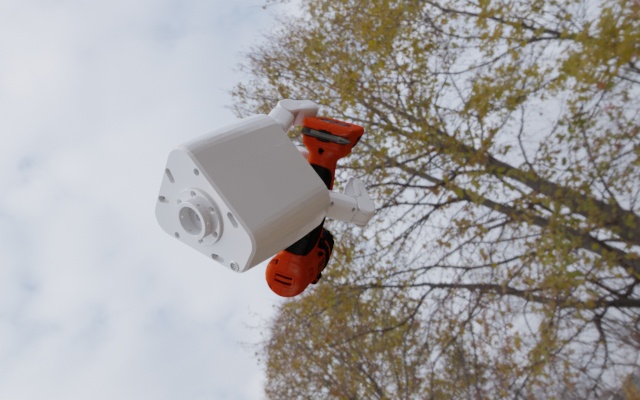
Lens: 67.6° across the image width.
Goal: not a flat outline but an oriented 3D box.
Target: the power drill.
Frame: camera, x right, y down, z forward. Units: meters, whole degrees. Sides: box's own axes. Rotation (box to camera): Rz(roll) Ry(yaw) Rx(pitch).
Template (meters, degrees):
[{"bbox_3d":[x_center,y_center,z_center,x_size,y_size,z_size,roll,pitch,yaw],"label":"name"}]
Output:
[{"bbox_3d":[0.000,0.001,0.545,0.057,0.188,0.184,15,12,8],"label":"power drill"}]
